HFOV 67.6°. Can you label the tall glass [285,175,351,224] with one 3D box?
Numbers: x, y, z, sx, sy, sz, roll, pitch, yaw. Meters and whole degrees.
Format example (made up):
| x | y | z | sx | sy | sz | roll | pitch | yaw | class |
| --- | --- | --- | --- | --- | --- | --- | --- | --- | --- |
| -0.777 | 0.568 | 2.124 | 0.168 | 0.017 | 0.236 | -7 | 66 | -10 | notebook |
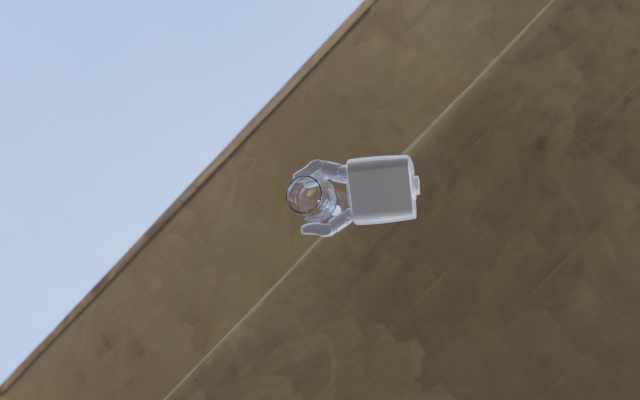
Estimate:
| x | y | z | sx | sy | sz | roll | pitch | yaw | class |
| --- | --- | --- | --- | --- | --- | --- | --- | --- | --- |
| 0.000 | 0.003 | 0.856 | 0.079 | 0.079 | 0.201 | 0 | -7 | 16 | tall glass |
